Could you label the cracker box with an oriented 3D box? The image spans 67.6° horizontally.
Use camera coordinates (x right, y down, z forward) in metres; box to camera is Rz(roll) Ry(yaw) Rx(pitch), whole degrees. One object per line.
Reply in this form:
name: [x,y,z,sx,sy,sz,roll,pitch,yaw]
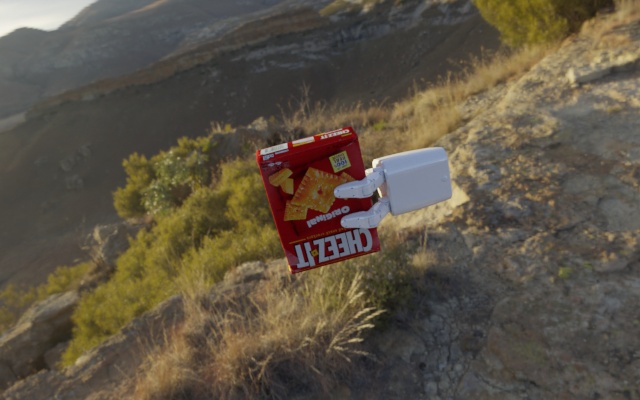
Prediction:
cracker box: [0.000,0.002,0.799,0.164,0.214,0.072,-15,23,-1]
